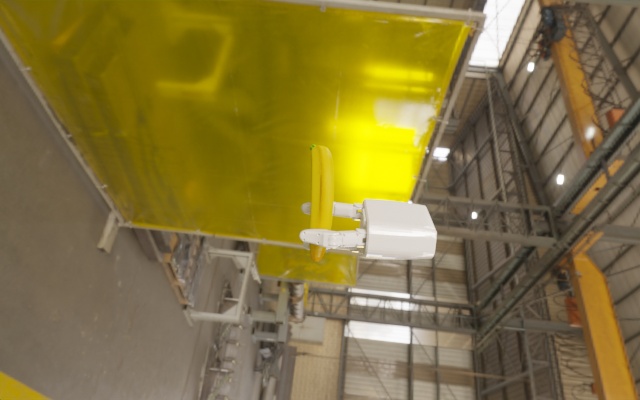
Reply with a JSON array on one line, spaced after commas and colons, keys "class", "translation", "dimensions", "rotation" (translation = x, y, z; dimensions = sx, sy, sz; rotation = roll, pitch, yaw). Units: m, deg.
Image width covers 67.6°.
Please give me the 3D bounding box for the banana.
[{"class": "banana", "translation": [0.002, -0.006, 0.750], "dimensions": [0.037, 0.197, 0.070], "rotation": [2, -15, -4]}]
